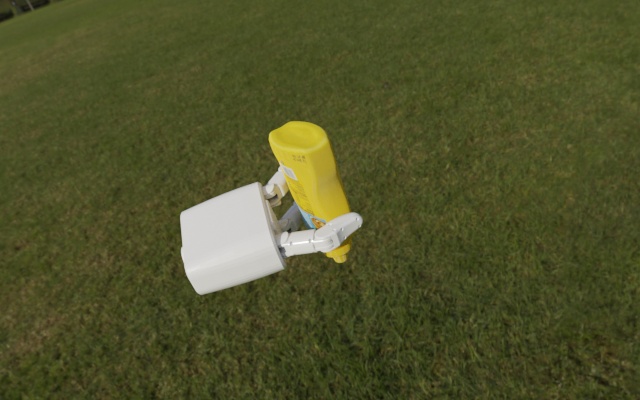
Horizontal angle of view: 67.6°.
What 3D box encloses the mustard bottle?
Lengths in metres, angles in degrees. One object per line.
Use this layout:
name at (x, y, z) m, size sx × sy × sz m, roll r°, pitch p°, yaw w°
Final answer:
mustard bottle at (0.000, 0.002, 0.586) m, size 0.058 × 0.192 × 0.096 m, roll -32°, pitch 34°, yaw -19°
